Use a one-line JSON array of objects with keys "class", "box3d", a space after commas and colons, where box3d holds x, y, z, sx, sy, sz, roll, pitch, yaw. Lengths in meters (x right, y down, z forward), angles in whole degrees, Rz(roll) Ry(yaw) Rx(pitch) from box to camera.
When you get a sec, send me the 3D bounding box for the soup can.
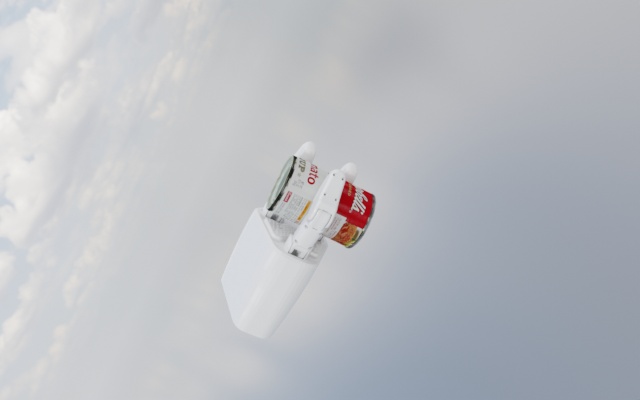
[{"class": "soup can", "box3d": [0.000, 0.001, 0.525, 0.102, 0.068, 0.068, 26, -7, -14]}]
